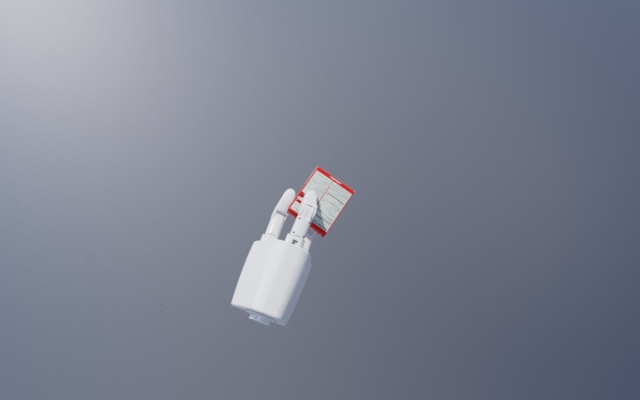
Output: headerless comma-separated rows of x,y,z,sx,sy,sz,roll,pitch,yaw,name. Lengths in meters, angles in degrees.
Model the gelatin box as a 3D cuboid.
0.000,0.002,0.762,0.073,0.089,0.030,34,-18,1,gelatin box
